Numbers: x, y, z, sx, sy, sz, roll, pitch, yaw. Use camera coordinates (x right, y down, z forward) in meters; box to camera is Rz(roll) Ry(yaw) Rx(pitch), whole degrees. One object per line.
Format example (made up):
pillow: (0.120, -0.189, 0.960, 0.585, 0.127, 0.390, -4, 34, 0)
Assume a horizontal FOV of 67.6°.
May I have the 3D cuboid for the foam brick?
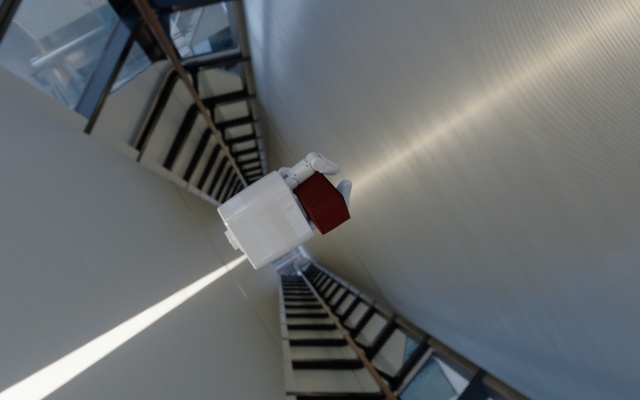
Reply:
foam brick: (0.000, 0.002, 0.710, 0.051, 0.053, 0.078, -31, 43, -9)
